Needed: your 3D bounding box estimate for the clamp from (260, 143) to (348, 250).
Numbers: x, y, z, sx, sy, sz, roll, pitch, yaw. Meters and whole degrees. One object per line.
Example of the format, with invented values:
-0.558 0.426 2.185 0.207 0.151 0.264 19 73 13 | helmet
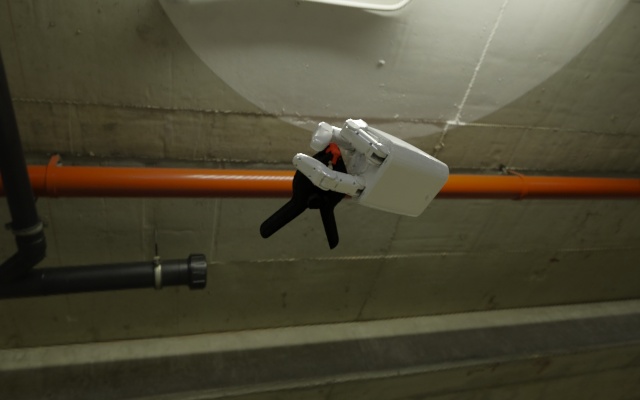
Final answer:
0.000 0.002 0.675 0.120 0.171 0.039 16 34 -28 | clamp
